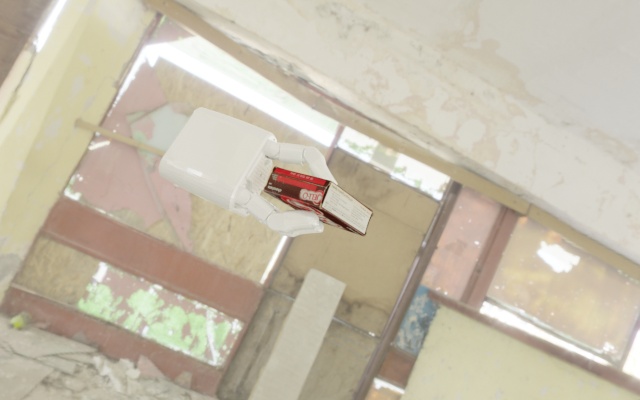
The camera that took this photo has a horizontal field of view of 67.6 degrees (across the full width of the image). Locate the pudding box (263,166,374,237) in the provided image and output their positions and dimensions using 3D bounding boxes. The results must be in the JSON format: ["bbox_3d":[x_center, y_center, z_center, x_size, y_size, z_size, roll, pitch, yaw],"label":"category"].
[{"bbox_3d":[0.000,0.002,0.581,0.090,0.039,0.113,18,-8,37],"label":"pudding box"}]
